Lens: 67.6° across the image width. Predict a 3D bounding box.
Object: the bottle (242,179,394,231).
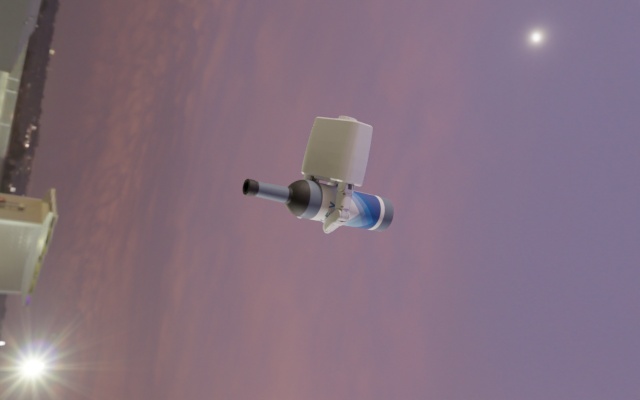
[{"bbox_3d":[0.000,0.003,0.850,0.296,0.069,0.069,12,-7,-33],"label":"bottle"}]
